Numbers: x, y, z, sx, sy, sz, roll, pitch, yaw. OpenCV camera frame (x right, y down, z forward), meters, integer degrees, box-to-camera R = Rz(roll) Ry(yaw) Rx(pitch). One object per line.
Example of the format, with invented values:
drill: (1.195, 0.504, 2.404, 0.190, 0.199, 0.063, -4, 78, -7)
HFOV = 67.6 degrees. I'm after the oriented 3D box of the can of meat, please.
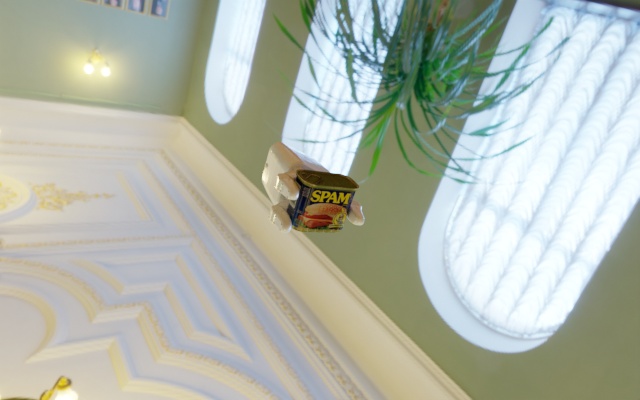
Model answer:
can of meat: (0.000, 0.003, 0.762, 0.102, 0.084, 0.057, 4, 26, -30)
